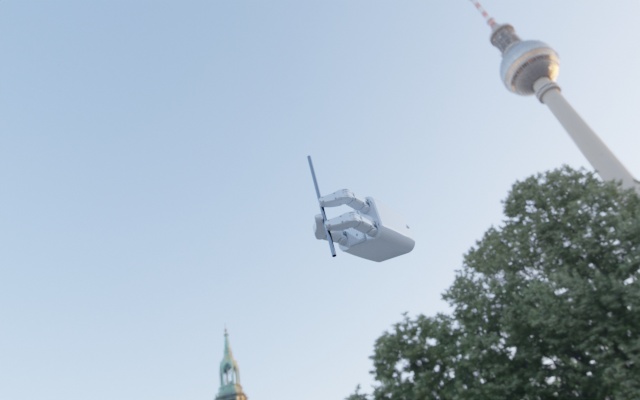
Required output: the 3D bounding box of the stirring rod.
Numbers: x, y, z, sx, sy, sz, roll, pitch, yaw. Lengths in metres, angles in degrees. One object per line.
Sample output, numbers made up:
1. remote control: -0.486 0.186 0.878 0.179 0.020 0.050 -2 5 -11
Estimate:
1. stirring rod: 0.000 0.003 0.877 0.011 0.239 0.011 -9 -40 -7
